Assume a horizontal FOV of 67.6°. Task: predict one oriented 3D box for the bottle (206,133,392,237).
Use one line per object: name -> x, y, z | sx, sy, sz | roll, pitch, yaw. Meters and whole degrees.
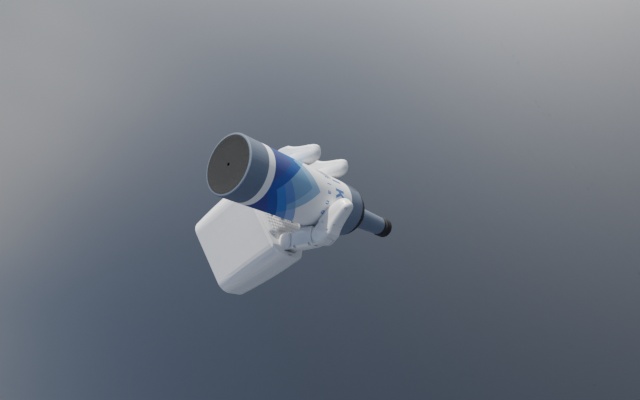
bottle -> 0.000, 0.002, 0.577 | 0.069, 0.069, 0.296 | 0, -15, 40
